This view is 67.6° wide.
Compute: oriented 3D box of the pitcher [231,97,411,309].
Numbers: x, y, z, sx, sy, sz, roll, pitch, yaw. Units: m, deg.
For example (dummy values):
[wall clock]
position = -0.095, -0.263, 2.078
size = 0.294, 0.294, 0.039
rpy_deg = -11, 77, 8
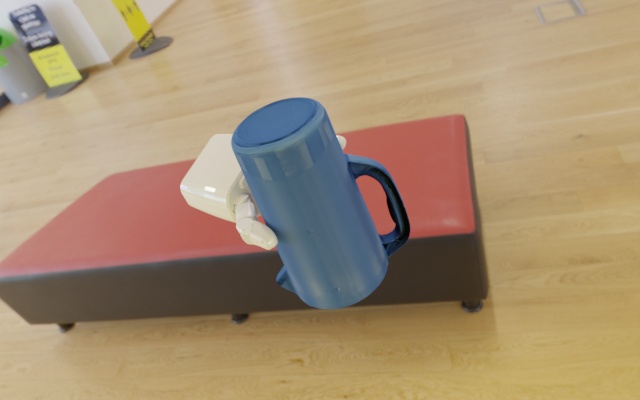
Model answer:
[pitcher]
position = 0.000, 0.002, 0.571
size = 0.145, 0.243, 0.149
rpy_deg = 14, 49, 39
